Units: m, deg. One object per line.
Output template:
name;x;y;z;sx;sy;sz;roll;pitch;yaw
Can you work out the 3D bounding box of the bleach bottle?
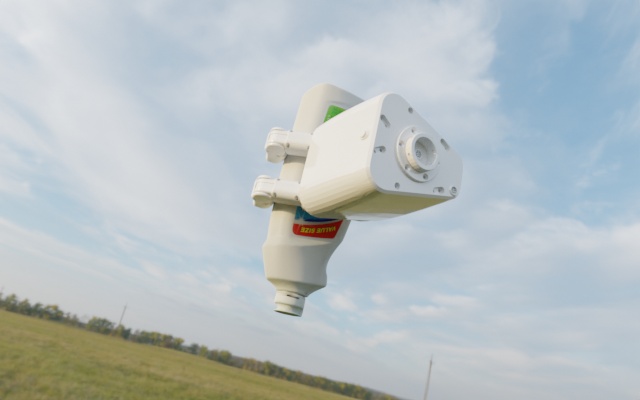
bleach bottle;0.000;0.002;0.525;0.102;0.250;0.068;23;-22;-27
